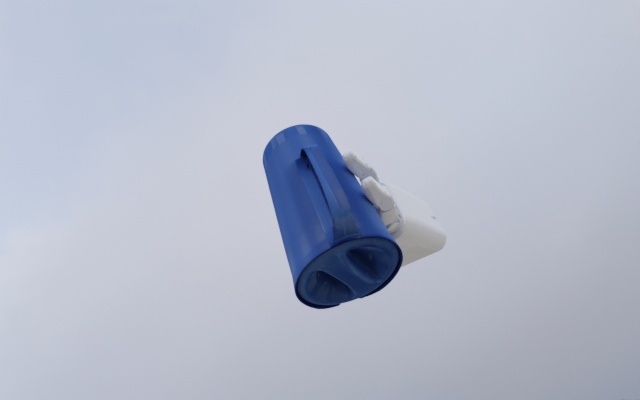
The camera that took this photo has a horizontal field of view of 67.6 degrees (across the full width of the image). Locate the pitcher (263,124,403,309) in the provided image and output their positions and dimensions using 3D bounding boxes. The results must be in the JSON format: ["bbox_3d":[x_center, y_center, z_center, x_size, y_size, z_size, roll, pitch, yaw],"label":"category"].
[{"bbox_3d":[0.000,0.002,0.622,0.145,0.242,0.149,19,-56,-38],"label":"pitcher"}]
